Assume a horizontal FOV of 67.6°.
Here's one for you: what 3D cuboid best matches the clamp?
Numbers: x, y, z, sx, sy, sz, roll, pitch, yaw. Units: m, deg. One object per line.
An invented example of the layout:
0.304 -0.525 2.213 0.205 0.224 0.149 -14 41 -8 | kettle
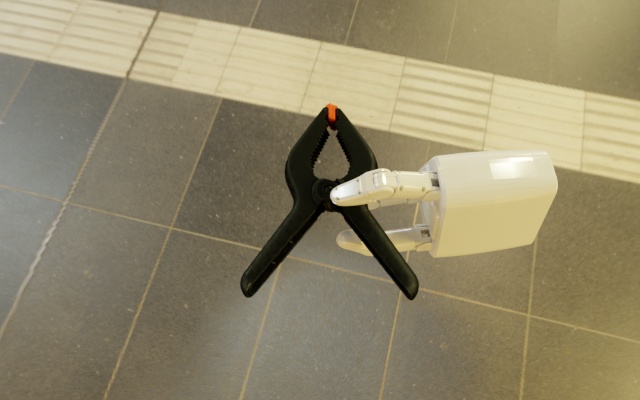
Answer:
0.000 0.001 0.473 0.164 0.210 0.036 -6 -22 1 | clamp
